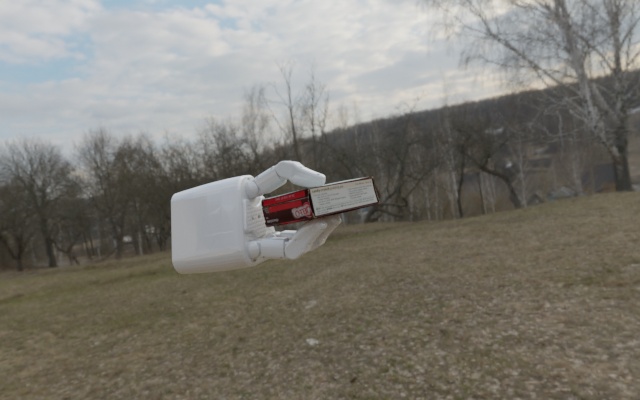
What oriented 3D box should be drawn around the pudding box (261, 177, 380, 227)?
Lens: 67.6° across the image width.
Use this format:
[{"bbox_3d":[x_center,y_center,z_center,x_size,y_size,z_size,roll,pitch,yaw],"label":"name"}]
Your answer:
[{"bbox_3d":[0.000,0.002,0.572,0.113,0.039,0.090,-14,2,-43],"label":"pudding box"}]
